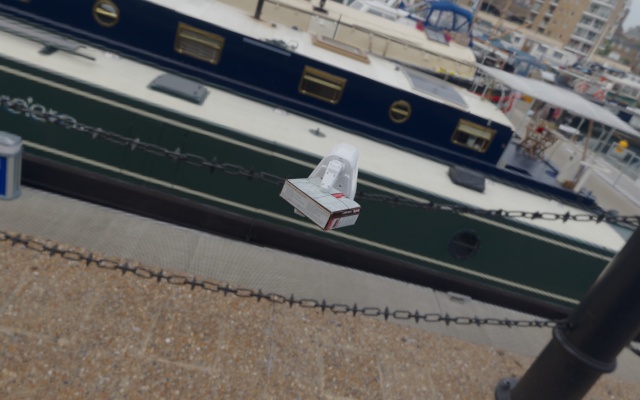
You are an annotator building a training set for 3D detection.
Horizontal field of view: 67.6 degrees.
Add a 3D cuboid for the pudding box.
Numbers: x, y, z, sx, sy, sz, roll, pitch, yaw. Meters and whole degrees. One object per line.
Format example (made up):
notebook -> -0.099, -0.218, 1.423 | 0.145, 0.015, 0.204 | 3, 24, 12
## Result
pudding box -> 0.000, 0.002, 0.810 | 0.113, 0.039, 0.090 | 34, 26, 30
